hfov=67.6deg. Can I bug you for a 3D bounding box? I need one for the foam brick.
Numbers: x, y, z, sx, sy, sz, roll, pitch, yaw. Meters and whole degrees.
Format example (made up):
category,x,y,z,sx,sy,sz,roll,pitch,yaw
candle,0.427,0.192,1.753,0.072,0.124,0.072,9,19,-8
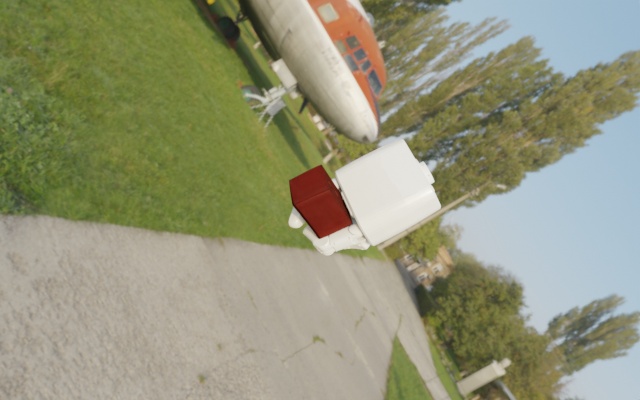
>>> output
category,x,y,z,sx,sy,sz,roll,pitch,yaw
foam brick,0.000,0.002,0.632,0.051,0.053,0.078,-26,-47,11
